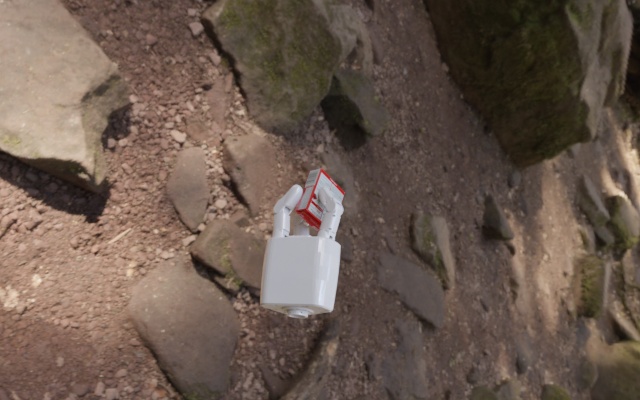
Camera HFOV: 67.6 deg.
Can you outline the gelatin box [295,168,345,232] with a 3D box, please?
[{"bbox_3d":[0.001,0.002,0.808,0.030,0.089,0.073,-10,-41,40],"label":"gelatin box"}]
